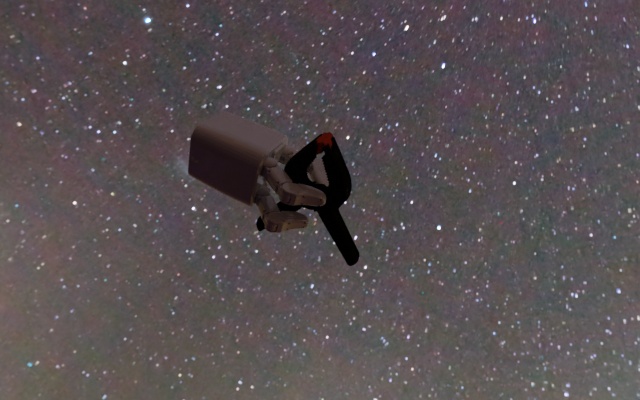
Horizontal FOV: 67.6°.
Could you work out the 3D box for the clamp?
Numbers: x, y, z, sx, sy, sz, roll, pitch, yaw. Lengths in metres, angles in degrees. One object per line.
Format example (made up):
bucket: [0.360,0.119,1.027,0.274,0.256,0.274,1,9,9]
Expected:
clamp: [0.000,0.001,0.660,0.164,0.210,0.036,24,44,5]
